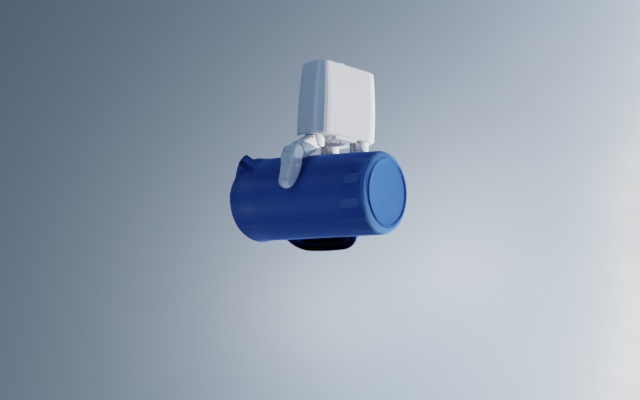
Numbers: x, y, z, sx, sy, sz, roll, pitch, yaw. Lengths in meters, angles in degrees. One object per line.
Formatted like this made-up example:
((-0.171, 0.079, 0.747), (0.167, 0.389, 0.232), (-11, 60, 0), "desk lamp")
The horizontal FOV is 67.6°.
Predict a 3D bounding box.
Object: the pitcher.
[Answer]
((0.000, 0.002, 0.688), (0.243, 0.145, 0.149), (-3, -6, 41), "pitcher")
